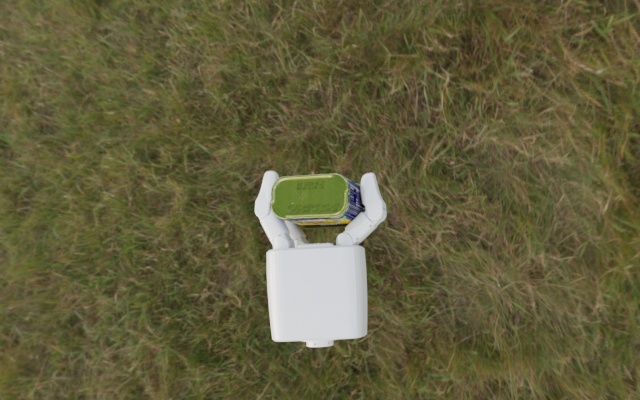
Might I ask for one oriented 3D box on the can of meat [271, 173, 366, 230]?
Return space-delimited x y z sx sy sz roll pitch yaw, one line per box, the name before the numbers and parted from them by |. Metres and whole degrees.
can of meat | 0.000 0.002 0.584 0.102 0.057 0.084 -3 -10 20
